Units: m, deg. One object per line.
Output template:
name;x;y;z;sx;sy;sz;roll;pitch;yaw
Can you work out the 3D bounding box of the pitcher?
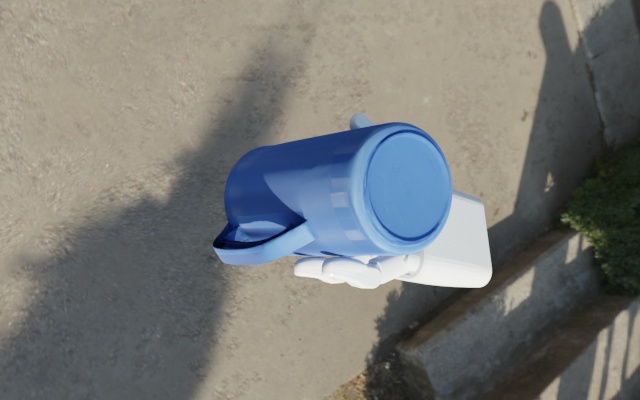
pitcher;0.000;0.002;0.473;0.145;0.149;0.243;14;-10;-30
